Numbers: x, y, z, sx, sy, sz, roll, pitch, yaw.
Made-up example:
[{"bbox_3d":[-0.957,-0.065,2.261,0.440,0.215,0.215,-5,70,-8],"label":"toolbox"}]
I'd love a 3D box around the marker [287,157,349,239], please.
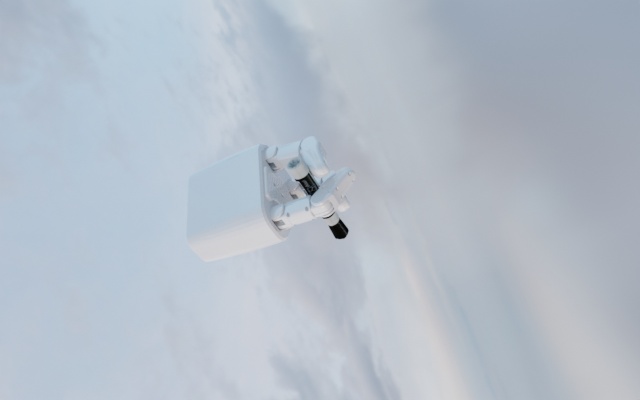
[{"bbox_3d":[0.000,0.002,0.523,0.020,0.020,0.121,0,-41,36],"label":"marker"}]
